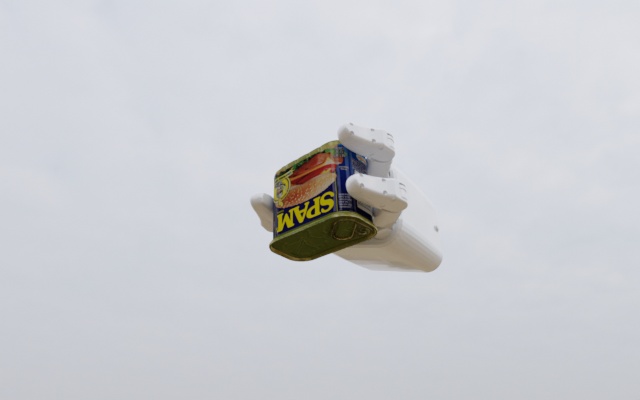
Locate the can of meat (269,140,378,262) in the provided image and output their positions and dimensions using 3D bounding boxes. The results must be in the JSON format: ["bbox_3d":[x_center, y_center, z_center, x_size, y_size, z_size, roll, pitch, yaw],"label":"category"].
[{"bbox_3d":[0.000,0.001,0.458,0.102,0.084,0.057,-24,-37,32],"label":"can of meat"}]
